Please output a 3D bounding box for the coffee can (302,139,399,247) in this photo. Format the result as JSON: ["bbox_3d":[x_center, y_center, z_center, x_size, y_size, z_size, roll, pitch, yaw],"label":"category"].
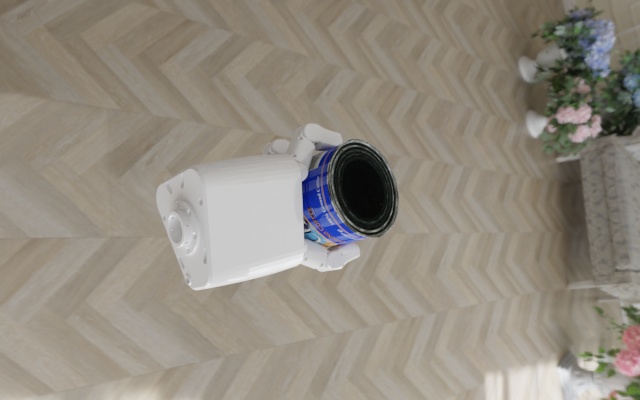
[{"bbox_3d":[0.000,0.002,0.530,0.103,0.103,0.140,0,-12,-42],"label":"coffee can"}]
